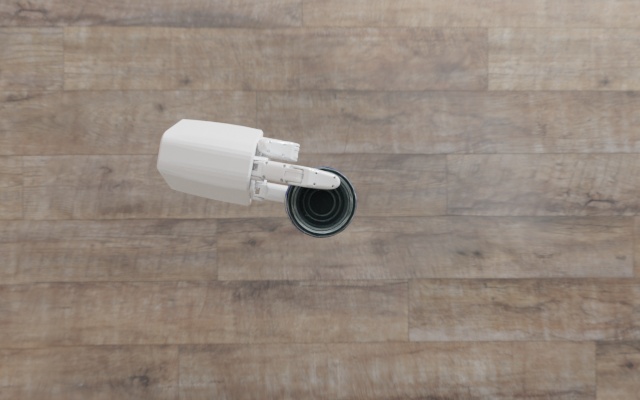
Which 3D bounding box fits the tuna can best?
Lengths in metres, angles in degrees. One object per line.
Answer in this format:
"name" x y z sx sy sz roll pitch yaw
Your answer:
"tuna can" 0.000 0.002 0.575 0.086 0.086 0.034 0 1 -7
